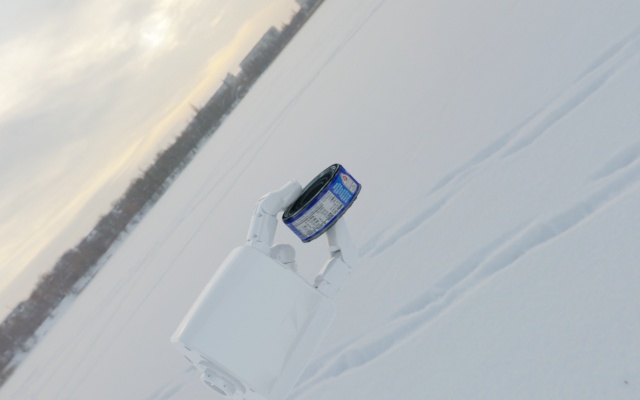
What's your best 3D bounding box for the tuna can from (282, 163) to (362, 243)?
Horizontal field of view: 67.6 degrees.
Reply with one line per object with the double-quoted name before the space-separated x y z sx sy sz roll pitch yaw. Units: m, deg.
"tuna can" 0.000 0.001 0.494 0.034 0.086 0.086 45 -11 -11
